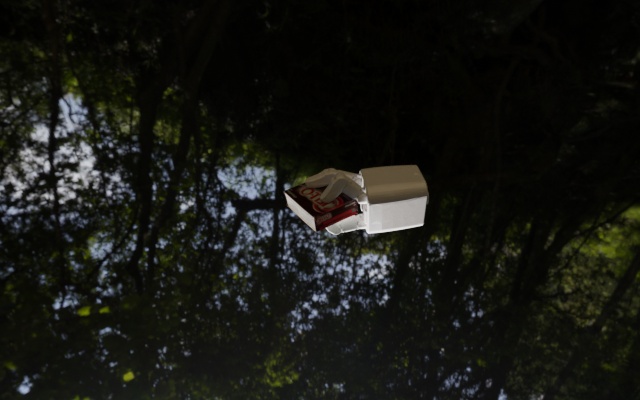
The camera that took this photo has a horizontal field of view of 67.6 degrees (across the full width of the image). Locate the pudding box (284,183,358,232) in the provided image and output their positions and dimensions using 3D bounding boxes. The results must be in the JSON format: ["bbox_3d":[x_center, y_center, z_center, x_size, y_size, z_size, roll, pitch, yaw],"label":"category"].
[{"bbox_3d":[0.000,0.003,0.858,0.090,0.039,0.113,-23,34,-24],"label":"pudding box"}]
